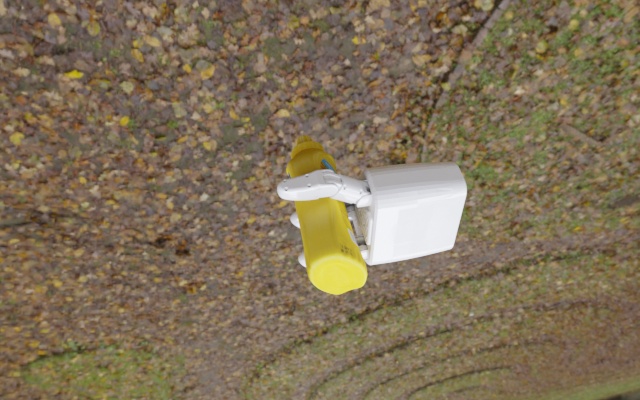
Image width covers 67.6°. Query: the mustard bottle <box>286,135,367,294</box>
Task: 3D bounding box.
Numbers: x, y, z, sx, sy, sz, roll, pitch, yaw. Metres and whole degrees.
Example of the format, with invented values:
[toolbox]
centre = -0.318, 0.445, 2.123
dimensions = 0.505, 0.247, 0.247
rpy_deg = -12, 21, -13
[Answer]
[mustard bottle]
centre = 0.000, 0.002, 0.536
dimensions = 0.058, 0.191, 0.096
rpy_deg = -21, -34, 11
